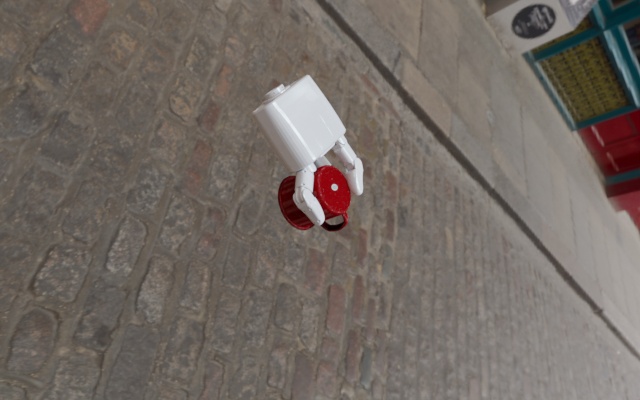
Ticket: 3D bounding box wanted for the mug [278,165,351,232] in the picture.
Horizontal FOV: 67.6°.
[{"bbox_3d":[0.001,0.004,0.759,0.081,0.117,0.093,-20,23,39],"label":"mug"}]
